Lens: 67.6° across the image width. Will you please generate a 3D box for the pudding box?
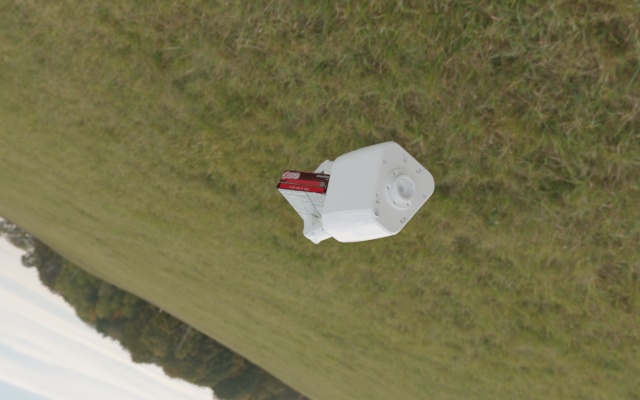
[{"bbox_3d":[0.000,0.002,0.707,0.090,0.039,0.114,9,-30,34],"label":"pudding box"}]
